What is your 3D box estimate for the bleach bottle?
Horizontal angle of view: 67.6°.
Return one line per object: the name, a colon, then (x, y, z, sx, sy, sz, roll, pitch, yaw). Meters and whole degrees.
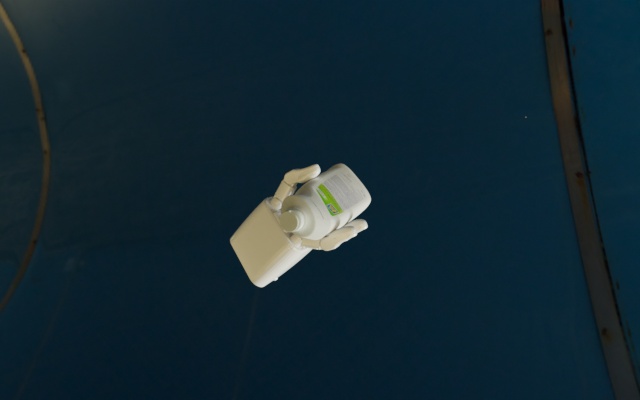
bleach bottle: (0.000, 0.003, 0.762, 0.068, 0.102, 0.251, -44, -9, 23)
